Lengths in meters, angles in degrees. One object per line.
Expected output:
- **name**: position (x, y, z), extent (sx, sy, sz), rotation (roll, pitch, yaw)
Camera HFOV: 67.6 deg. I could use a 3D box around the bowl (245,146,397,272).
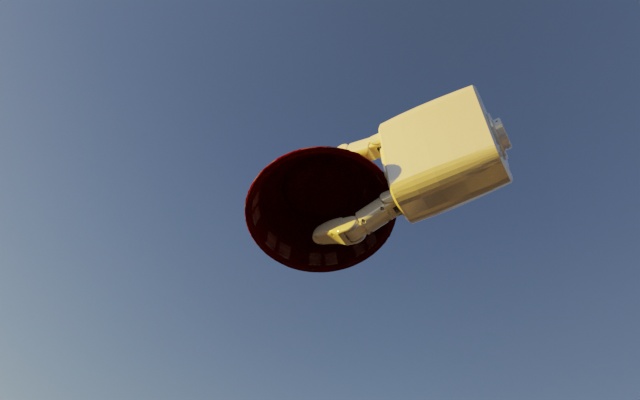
- **bowl**: position (-0.001, 0.002, 0.527), extent (0.162, 0.162, 0.055), rotation (0, 33, -3)
